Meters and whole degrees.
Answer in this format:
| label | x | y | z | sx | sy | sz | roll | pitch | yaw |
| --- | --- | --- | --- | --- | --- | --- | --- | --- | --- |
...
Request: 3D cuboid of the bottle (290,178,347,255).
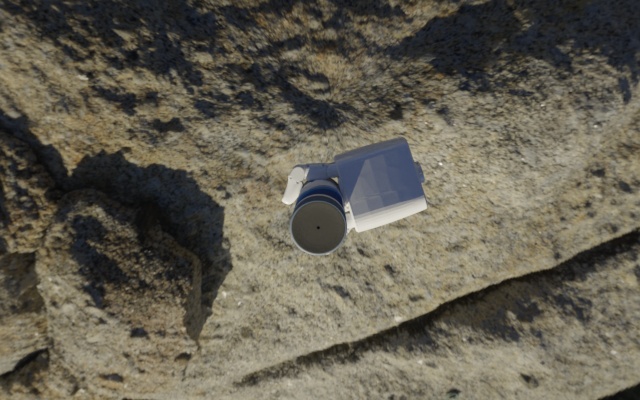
| label | x | y | z | sx | sy | sz | roll | pitch | yaw |
| --- | --- | --- | --- | --- | --- | --- | --- | --- | --- |
| bottle | 0.000 | 0.002 | 0.691 | 0.069 | 0.069 | 0.295 | 0 | 11 | 1 |
